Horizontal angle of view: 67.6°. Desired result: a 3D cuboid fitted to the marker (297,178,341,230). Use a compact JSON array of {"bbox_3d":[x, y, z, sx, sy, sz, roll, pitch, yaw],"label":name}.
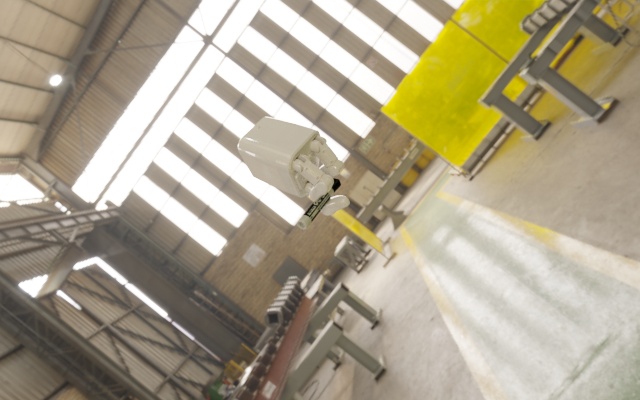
[{"bbox_3d":[0.000,0.003,0.791,0.020,0.020,0.121,0,38,39],"label":"marker"}]
